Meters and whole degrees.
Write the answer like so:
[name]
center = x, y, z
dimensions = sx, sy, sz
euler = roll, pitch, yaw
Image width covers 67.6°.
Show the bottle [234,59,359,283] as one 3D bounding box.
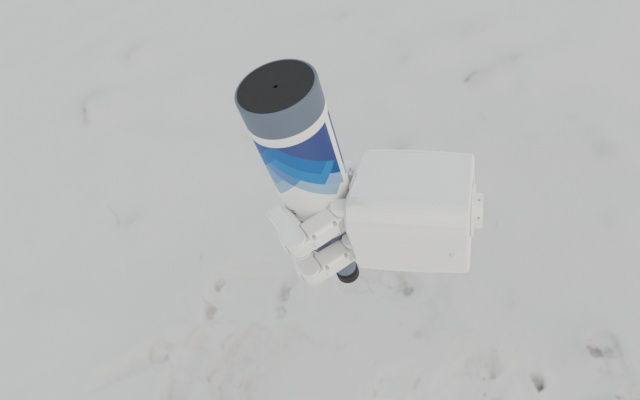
[bottle]
center = 0.000, 0.001, 0.474
dimensions = 0.069, 0.069, 0.296
euler = 0, -37, 17
